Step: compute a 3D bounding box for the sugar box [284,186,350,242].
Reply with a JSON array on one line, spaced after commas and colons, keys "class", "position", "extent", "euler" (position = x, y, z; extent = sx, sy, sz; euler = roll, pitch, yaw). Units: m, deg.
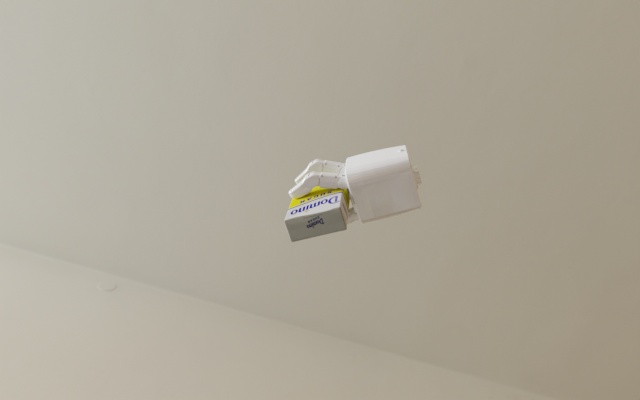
[{"class": "sugar box", "position": [0.000, 0.002, 0.804], "extent": [0.093, 0.048, 0.176], "euler": [-14, 19, 11]}]
